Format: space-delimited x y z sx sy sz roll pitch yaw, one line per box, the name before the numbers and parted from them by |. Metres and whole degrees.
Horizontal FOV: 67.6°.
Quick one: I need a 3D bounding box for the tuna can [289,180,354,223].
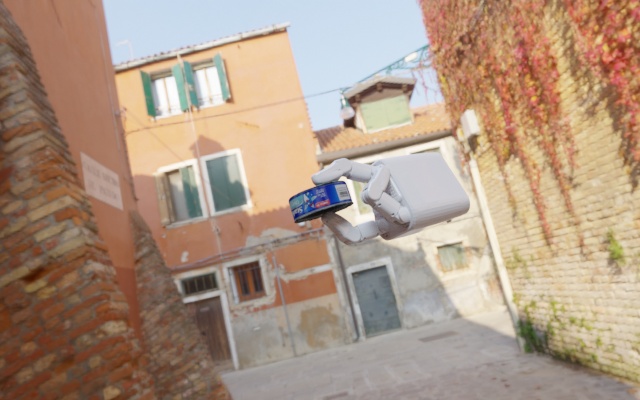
tuna can | 0.000 0.002 0.655 0.086 0.033 0.086 -18 -8 -2
